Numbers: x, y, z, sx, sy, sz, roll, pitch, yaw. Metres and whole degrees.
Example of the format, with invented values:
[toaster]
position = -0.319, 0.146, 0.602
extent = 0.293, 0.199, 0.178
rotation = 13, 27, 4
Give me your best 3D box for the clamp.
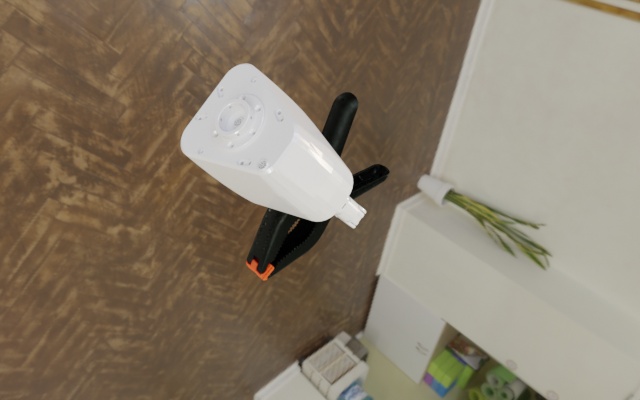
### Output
[clamp]
position = 0.000, 0.003, 0.539
extent = 0.036, 0.210, 0.165
rotation = 35, -2, 33
